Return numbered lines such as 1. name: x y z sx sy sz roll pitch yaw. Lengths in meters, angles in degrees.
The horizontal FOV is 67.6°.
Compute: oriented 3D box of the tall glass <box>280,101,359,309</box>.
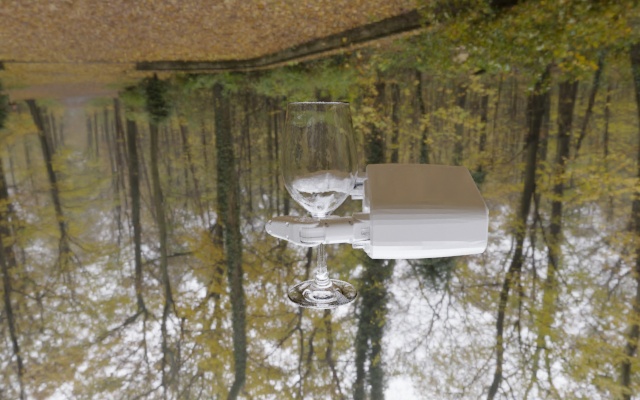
1. tall glass: 0.000 0.002 0.485 0.079 0.201 0.079 -2 12 0
